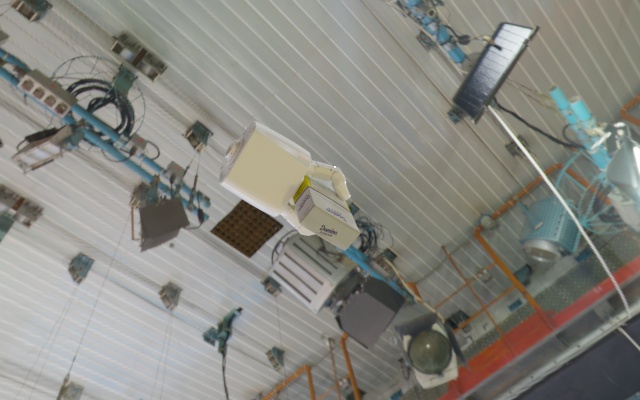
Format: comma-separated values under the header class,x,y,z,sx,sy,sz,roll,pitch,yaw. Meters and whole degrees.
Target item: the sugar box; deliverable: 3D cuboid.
class,x,y,z,sx,sy,sz,roll,pitch,yaw
sugar box,0.000,0.003,0.784,0.093,0.048,0.176,32,20,-23
